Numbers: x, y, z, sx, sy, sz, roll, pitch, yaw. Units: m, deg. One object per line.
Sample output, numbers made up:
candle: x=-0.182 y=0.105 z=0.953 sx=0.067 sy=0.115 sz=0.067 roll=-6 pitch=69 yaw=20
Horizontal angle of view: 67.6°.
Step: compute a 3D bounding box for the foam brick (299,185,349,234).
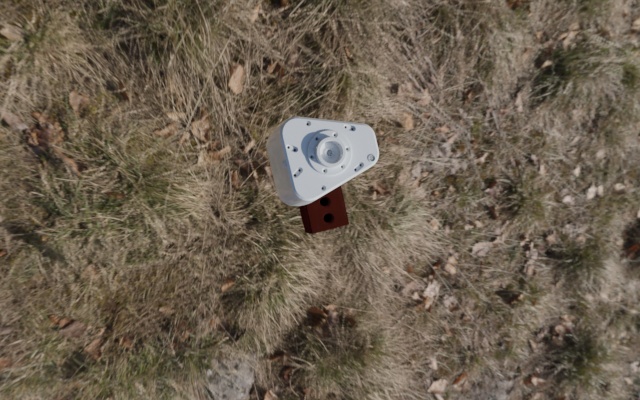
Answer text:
foam brick: x=0.000 y=0.002 z=0.642 sx=0.053 sy=0.078 sz=0.051 roll=-14 pitch=2 yaw=-13
